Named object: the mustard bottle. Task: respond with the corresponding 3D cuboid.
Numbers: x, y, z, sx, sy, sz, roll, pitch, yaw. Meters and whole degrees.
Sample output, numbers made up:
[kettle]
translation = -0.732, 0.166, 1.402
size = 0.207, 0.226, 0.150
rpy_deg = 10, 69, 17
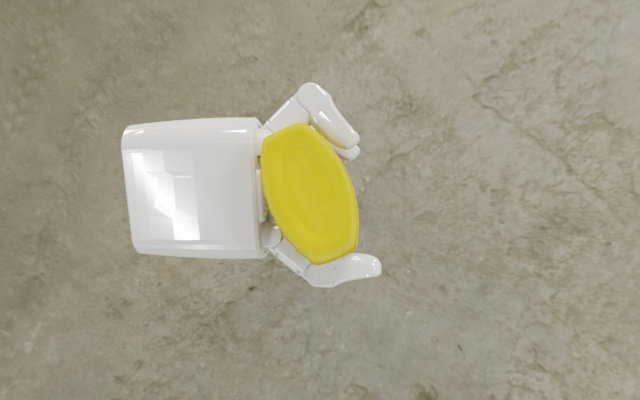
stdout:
[mustard bottle]
translation = 0.000, 0.001, 0.405
size = 0.058, 0.096, 0.191
rpy_deg = -25, -6, 3
